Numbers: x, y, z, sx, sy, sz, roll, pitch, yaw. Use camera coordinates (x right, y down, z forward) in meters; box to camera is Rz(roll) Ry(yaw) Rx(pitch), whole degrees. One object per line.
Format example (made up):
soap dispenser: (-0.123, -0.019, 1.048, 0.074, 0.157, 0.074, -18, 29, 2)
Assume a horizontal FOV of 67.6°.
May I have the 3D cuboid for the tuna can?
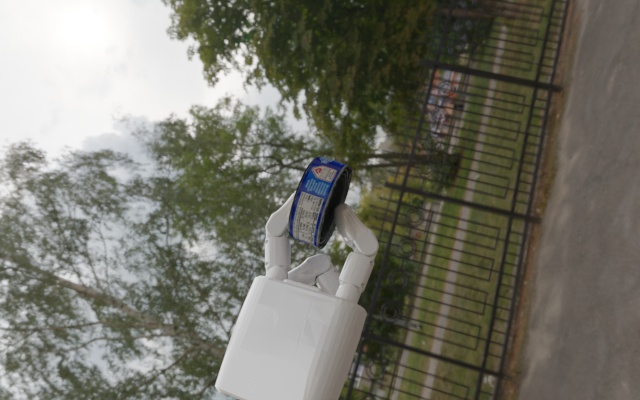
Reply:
tuna can: (0.000, 0.001, 0.464, 0.034, 0.086, 0.086, 19, 4, 12)
